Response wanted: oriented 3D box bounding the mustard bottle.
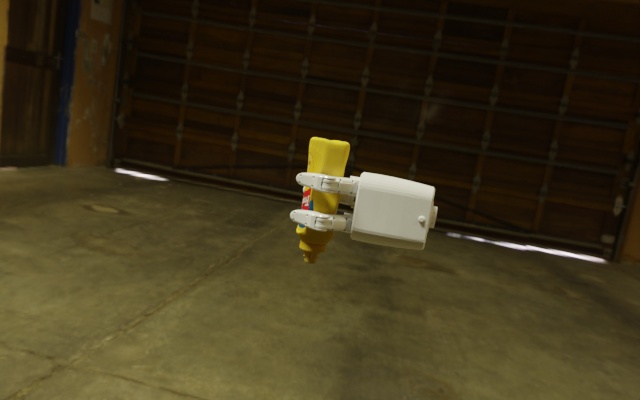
[{"bbox_3d":[0.000,0.002,0.728,0.058,0.191,0.096,7,8,-14],"label":"mustard bottle"}]
